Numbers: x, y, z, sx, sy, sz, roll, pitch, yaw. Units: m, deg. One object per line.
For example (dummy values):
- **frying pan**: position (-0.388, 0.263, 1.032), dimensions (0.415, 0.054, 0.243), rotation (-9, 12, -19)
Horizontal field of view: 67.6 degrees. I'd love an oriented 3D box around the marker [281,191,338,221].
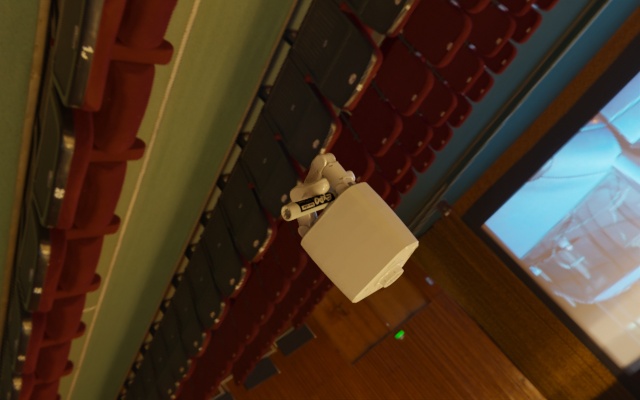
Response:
- **marker**: position (0.000, 0.002, 0.599), dimensions (0.020, 0.020, 0.121), rotation (0, 12, 42)
